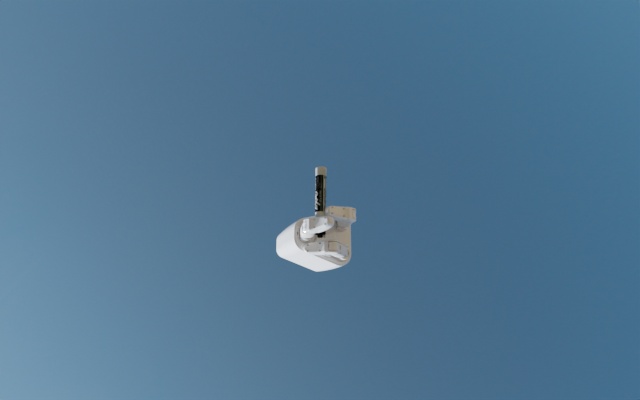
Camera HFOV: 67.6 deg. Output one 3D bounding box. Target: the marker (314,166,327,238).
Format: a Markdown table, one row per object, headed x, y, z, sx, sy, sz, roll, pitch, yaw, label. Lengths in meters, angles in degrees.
| x | y | z | sx | sy | sz | roll | pitch | yaw | label |
| --- | --- | --- | --- | --- | --- | --- | --- | --- | --- |
| 0.000 | 0.003 | 0.794 | 0.020 | 0.121 | 0.020 | 1 | -17 | 0 | marker |
